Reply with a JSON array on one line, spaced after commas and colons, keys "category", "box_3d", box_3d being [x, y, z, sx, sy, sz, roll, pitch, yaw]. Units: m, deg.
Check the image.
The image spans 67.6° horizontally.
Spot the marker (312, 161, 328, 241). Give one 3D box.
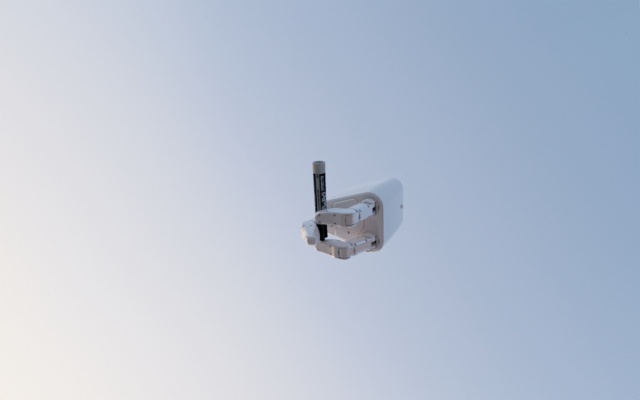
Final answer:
[{"category": "marker", "box_3d": [0.000, 0.002, 0.698, 0.020, 0.121, 0.020, -2, 19, 1]}]
